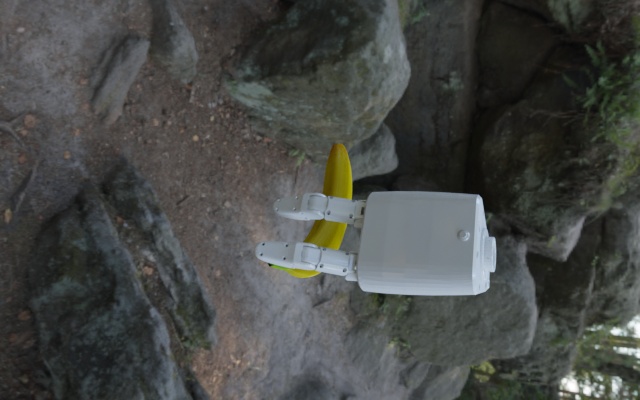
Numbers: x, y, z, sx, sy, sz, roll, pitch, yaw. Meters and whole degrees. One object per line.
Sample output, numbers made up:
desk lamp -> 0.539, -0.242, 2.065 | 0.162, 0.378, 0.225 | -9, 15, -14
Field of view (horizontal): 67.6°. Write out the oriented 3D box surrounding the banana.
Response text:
banana -> 0.005, 0.018, 0.540 | 0.037, 0.070, 0.197 | -2, 42, 29
